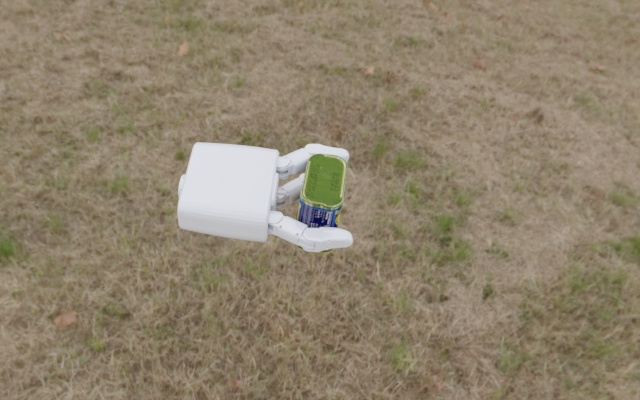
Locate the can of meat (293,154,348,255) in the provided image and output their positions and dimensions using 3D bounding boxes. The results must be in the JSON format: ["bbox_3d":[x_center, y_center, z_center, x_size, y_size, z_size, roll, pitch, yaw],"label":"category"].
[{"bbox_3d":[0.000,0.002,0.606,0.057,0.084,0.102,9,44,-1],"label":"can of meat"}]
